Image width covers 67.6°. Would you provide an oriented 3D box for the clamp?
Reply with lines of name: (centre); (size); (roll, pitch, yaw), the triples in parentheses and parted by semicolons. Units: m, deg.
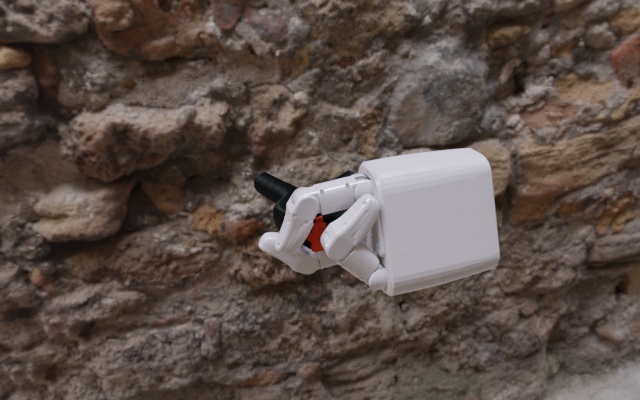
clamp: (0.000, 0.001, 0.494); (0.120, 0.039, 0.171); (-10, 25, -11)
